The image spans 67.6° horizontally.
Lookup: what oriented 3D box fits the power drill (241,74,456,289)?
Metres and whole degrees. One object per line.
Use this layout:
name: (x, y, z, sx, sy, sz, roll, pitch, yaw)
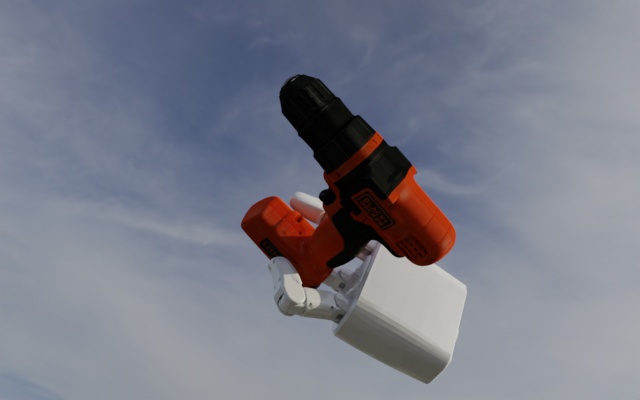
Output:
power drill: (0.000, 0.002, 0.427, 0.057, 0.184, 0.188, -45, 7, -38)
